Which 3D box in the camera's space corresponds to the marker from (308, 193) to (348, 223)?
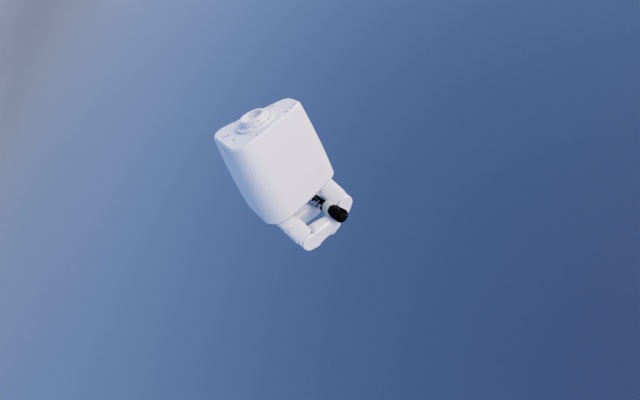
[{"bbox_3d":[0.000,0.002,0.641,0.020,0.020,0.121,0,18,-31],"label":"marker"}]
